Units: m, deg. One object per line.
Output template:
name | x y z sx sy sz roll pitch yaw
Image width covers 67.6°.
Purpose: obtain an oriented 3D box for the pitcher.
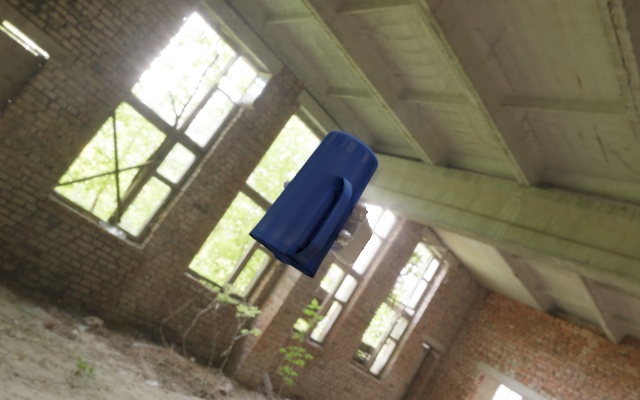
pitcher | 0.000 0.003 0.821 0.149 0.243 0.145 28 -13 26
